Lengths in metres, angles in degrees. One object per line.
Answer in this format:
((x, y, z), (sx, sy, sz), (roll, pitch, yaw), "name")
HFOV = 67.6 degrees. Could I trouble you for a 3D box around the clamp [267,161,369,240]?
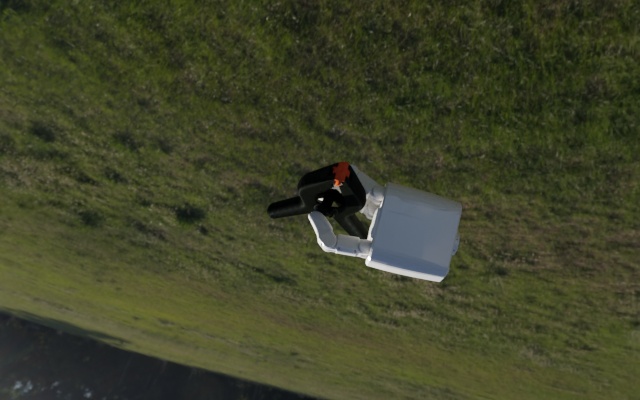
((0.000, 0.003, 0.675), (0.164, 0.036, 0.210), (13, -24, 3), "clamp")
